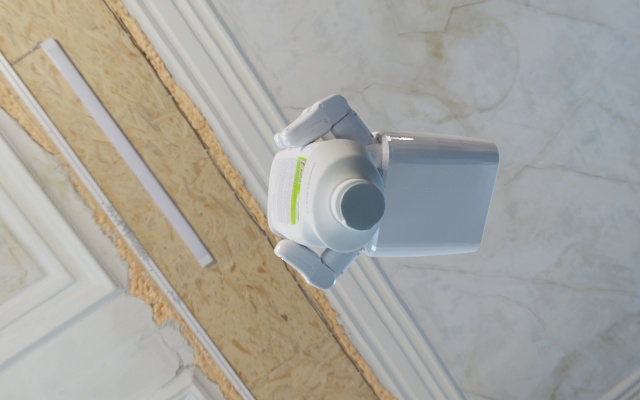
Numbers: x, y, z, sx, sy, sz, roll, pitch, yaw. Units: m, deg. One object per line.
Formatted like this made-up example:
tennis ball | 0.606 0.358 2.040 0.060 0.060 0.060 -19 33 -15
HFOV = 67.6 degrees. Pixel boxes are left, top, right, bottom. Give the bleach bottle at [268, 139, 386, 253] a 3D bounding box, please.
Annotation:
bleach bottle | 0.000 0.001 0.404 0.068 0.102 0.251 1 5 -11
